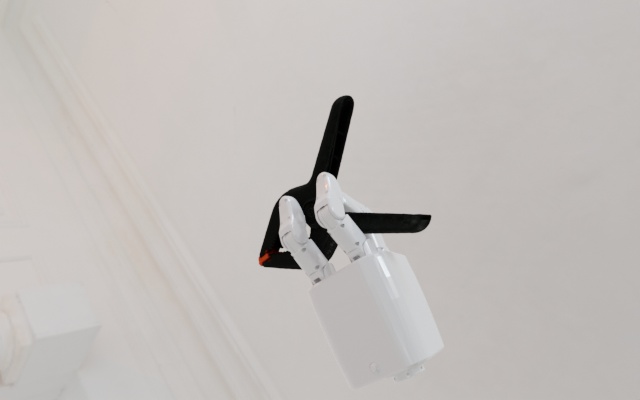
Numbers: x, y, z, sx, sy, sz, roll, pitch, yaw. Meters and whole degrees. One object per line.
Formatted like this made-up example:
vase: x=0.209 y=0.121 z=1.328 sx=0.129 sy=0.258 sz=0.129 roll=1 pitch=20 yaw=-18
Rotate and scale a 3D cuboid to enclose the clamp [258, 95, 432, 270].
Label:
clamp: x=0.000 y=0.002 z=0.517 sx=0.210 sy=0.164 sz=0.036 roll=-36 pitch=-23 yaw=32
